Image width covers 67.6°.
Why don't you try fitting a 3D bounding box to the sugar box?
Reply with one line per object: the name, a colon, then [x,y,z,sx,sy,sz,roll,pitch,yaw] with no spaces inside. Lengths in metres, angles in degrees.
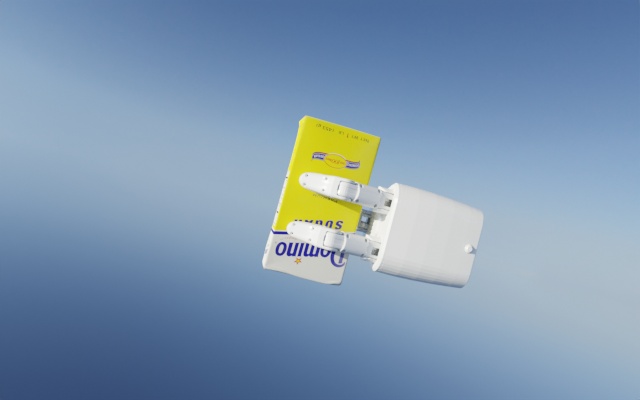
sugar box: [0.000,0.002,0.547,0.093,0.176,0.048,14,-2,-9]
